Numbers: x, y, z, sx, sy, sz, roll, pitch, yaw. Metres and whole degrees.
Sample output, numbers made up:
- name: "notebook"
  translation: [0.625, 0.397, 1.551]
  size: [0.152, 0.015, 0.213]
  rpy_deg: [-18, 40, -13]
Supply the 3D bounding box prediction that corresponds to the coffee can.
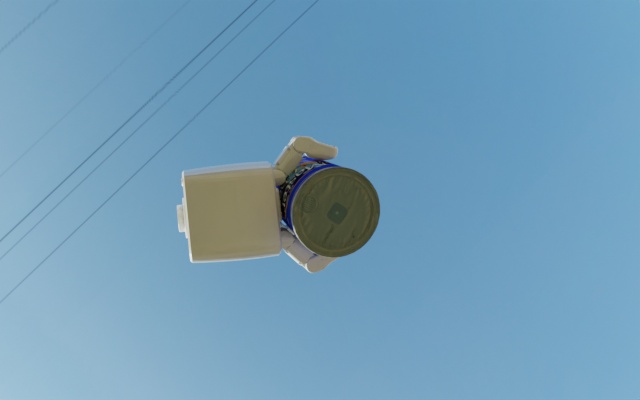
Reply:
- name: "coffee can"
  translation: [0.000, 0.002, 0.592]
  size: [0.103, 0.103, 0.140]
  rpy_deg: [0, 10, -16]
